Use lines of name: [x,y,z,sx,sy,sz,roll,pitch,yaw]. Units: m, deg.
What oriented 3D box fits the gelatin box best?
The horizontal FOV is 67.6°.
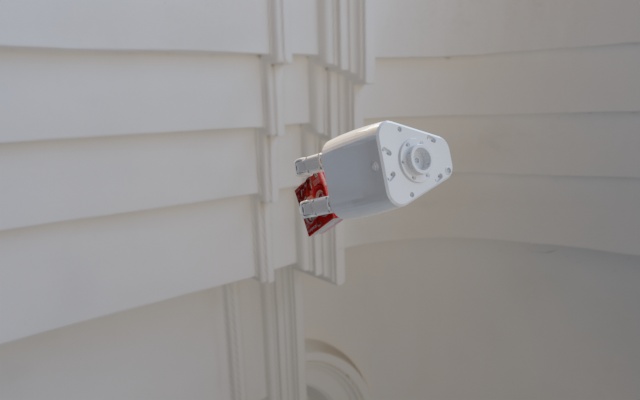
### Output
gelatin box: [0.000,0.002,0.666,0.030,0.073,0.089,-11,-15,-28]
